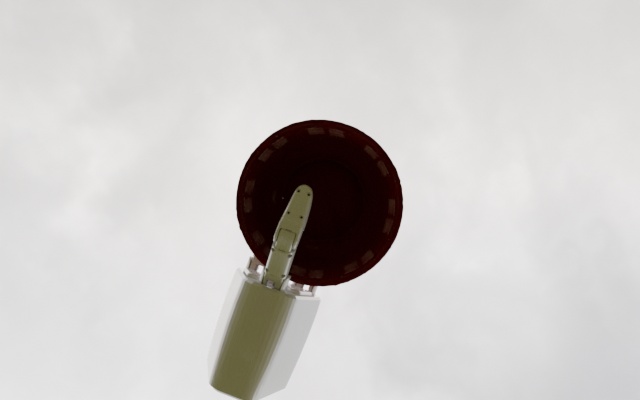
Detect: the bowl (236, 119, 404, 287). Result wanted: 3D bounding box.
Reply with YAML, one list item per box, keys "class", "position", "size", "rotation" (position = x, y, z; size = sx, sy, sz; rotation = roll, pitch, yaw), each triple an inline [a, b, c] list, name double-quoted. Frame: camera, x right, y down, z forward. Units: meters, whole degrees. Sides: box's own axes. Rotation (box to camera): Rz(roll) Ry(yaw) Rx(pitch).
- class: "bowl"
  position: [0.001, 0.000, 0.482]
  size: [0.162, 0.162, 0.055]
  rotation: [0, 4, 5]
